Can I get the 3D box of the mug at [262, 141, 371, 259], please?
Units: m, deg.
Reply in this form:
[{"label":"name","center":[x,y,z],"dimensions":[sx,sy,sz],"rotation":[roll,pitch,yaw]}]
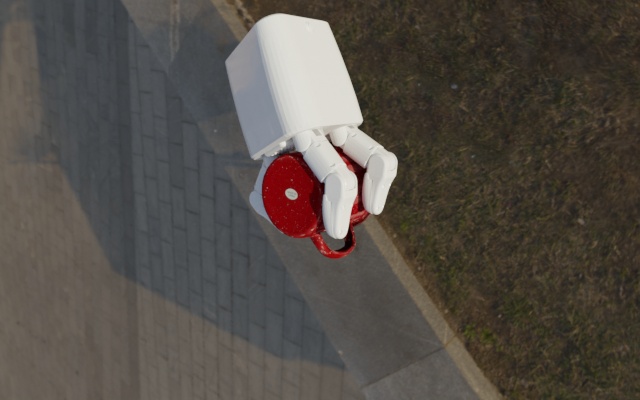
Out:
[{"label":"mug","center":[0.000,0.003,0.474],"dimensions":[0.093,0.117,0.081],"rotation":[-20,-3,41]}]
